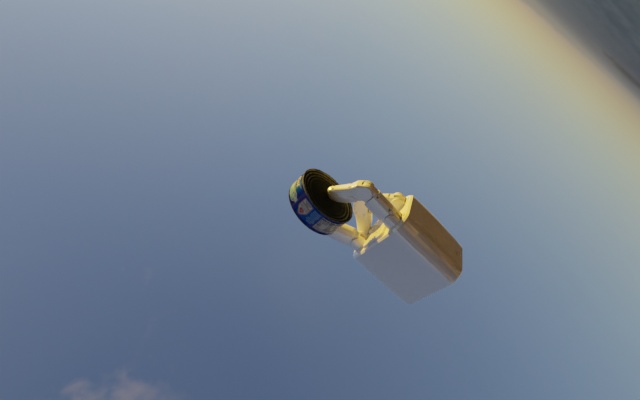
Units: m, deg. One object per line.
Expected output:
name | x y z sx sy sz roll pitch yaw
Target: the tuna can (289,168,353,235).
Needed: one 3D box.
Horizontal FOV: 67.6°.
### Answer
tuna can | 0.000 0.002 0.626 0.034 0.086 0.086 -41 -23 30
